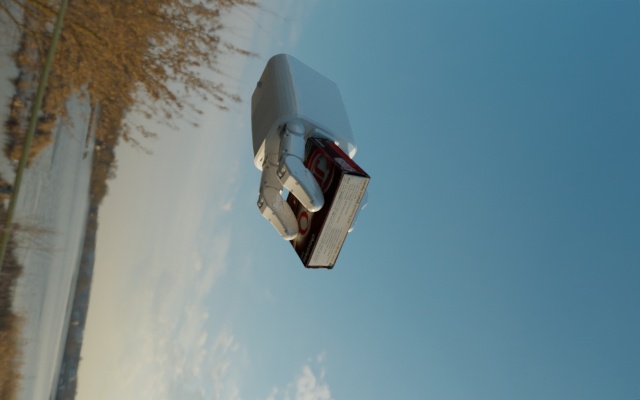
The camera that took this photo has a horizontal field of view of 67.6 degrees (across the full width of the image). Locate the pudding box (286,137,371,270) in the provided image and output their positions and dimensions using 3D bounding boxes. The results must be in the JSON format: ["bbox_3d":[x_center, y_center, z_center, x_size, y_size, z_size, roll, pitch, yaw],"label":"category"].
[{"bbox_3d":[0.000,0.002,0.502,0.039,0.113,0.090,7,25,-27],"label":"pudding box"}]
